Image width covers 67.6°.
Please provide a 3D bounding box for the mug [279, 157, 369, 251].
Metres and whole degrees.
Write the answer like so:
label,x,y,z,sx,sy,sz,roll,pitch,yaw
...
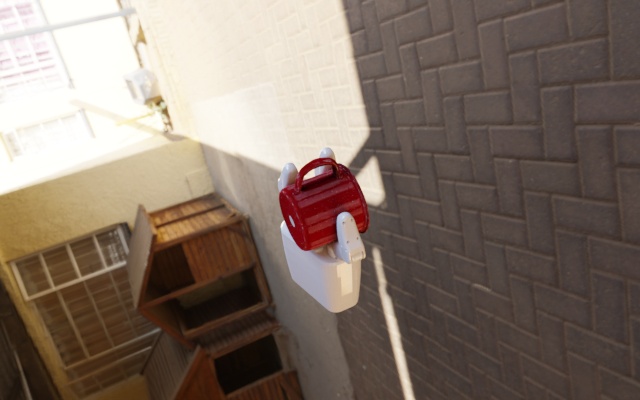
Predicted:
label,x,y,z,sx,sy,sz,roll,pitch,yaw
mug,0.000,0.001,0.572,0.081,0.117,0.093,-21,42,-17
